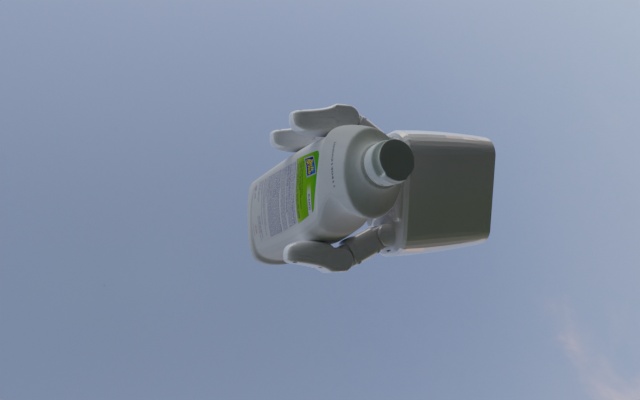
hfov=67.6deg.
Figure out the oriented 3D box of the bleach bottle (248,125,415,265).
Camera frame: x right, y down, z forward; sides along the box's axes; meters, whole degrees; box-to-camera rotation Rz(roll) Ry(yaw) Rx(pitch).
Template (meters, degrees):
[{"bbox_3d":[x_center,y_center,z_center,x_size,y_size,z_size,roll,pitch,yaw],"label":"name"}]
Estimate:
[{"bbox_3d":[0.000,0.001,0.427,0.068,0.102,0.251,-1,-9,-25],"label":"bleach bottle"}]
